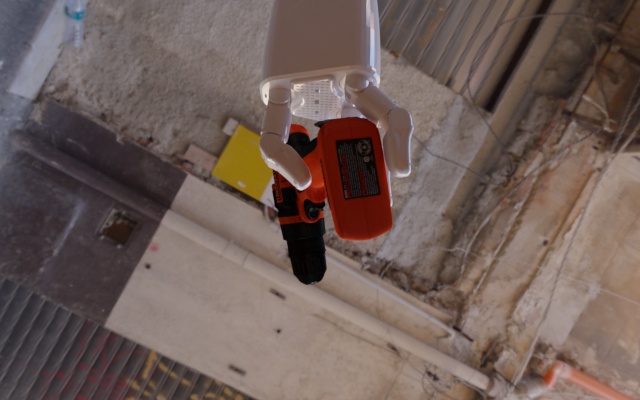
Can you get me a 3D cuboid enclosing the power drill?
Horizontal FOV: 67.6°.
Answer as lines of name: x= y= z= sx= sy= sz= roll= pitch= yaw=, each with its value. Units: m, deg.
power drill: x=0.000 y=0.001 z=0.482 sx=0.057 sy=0.184 sz=0.187 roll=-11 pitch=1 yaw=-23
